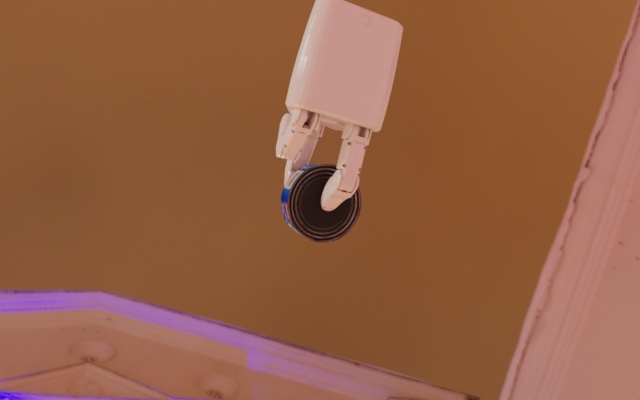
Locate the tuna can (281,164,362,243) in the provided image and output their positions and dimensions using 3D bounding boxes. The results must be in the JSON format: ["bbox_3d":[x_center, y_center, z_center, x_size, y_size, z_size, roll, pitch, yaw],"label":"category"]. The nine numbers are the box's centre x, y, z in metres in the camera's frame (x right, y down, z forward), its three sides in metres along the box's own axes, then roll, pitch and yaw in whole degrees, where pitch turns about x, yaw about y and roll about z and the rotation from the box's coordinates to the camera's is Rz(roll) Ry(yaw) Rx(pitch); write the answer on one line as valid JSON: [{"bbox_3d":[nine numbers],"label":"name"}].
[{"bbox_3d":[0.000,0.002,0.530,0.086,0.086,0.033,0,6,-21],"label":"tuna can"}]
